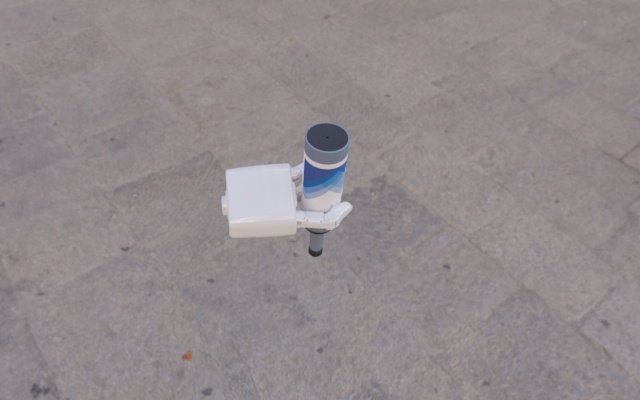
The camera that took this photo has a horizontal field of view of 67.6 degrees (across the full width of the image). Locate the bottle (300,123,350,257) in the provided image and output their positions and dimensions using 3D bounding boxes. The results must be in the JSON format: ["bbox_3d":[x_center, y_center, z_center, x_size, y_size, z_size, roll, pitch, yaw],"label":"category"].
[{"bbox_3d":[0.000,0.002,0.811,0.069,0.069,0.296,0,-41,-5],"label":"bottle"}]
